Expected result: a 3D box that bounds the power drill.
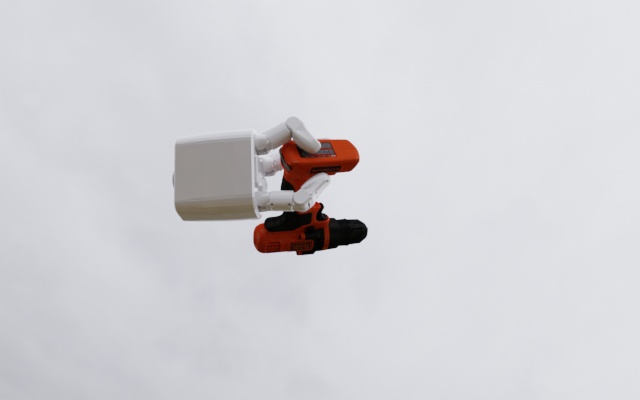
[{"bbox_3d":[0.000,0.002,0.696,0.184,0.188,0.057,-4,40,-21],"label":"power drill"}]
